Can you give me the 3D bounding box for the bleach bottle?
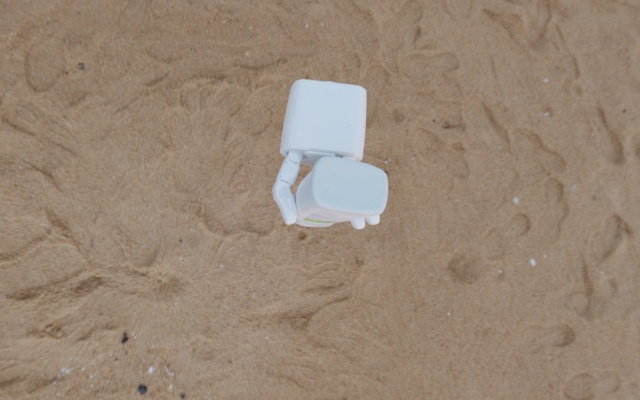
[{"bbox_3d":[0.000,0.002,0.685,0.102,0.068,0.251,10,-12,-17],"label":"bleach bottle"}]
